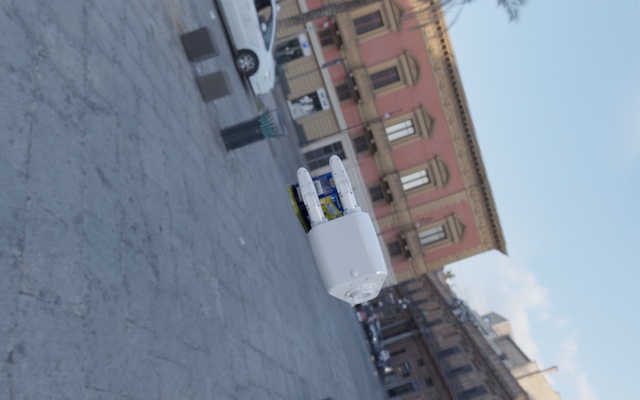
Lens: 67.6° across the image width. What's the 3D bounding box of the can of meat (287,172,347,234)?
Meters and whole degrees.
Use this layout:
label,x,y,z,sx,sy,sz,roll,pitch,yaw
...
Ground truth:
label,x,y,z,sx,sy,sz,roll,pitch,yaw
can of meat,0.000,0.003,0.798,0.084,0.057,0.102,-19,-35,3
